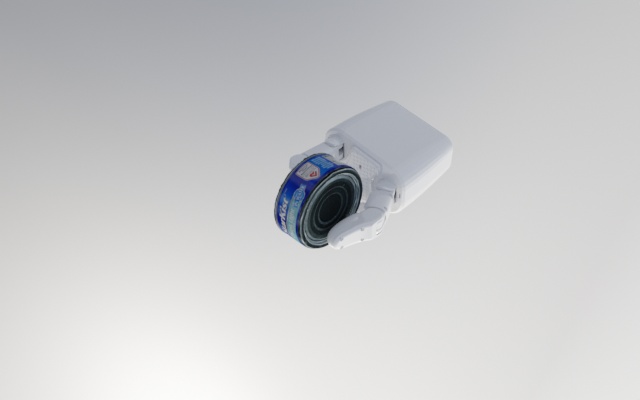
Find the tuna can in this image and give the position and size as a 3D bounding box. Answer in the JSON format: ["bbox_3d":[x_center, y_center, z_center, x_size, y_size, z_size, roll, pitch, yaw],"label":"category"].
[{"bbox_3d":[0.000,0.002,0.442,0.033,0.086,0.086,32,19,34],"label":"tuna can"}]
